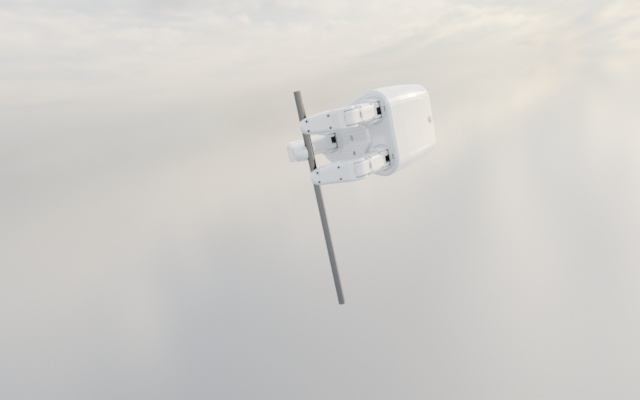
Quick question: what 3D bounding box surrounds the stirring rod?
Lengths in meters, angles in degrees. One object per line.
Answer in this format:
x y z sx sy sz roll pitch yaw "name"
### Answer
0.000 0.002 0.521 0.011 0.239 0.011 -12 12 2 "stirring rod"
